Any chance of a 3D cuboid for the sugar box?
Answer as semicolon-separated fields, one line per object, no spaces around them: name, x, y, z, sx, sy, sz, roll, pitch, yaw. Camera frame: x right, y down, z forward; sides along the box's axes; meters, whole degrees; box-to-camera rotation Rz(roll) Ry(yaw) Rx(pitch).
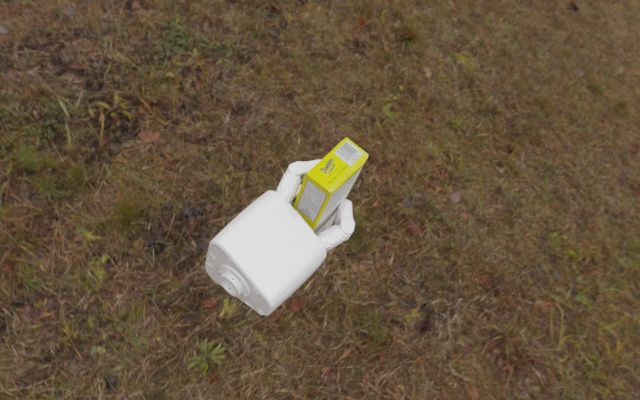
sugar box;0.000;0.002;0.661;0.093;0.048;0.176;-44;-10;-36
